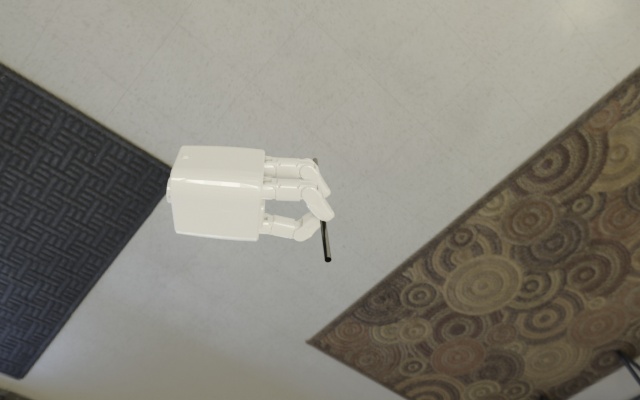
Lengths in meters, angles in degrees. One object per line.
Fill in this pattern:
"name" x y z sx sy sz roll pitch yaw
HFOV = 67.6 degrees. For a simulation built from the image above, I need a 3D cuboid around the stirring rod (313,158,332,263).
"stirring rod" 0.000 0.002 0.633 0.011 0.011 0.239 0 32 -5
